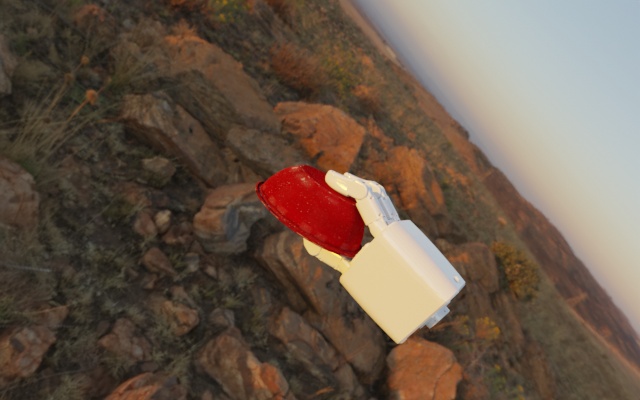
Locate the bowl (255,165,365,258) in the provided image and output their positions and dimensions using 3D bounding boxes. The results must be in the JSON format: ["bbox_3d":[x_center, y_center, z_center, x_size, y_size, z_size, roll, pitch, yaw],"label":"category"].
[{"bbox_3d":[-0.001,0.001,0.607,0.162,0.055,0.162,31,13,-8],"label":"bowl"}]
